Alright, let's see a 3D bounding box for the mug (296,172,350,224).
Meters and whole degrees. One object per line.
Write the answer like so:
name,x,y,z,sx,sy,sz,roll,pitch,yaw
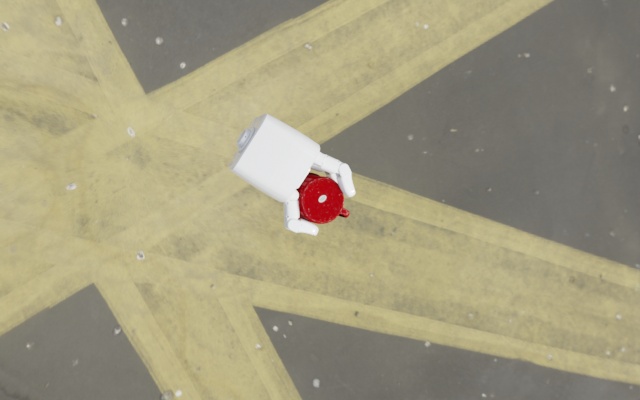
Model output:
mug,0.001,0.004,0.846,0.117,0.093,0.081,29,-6,-21
